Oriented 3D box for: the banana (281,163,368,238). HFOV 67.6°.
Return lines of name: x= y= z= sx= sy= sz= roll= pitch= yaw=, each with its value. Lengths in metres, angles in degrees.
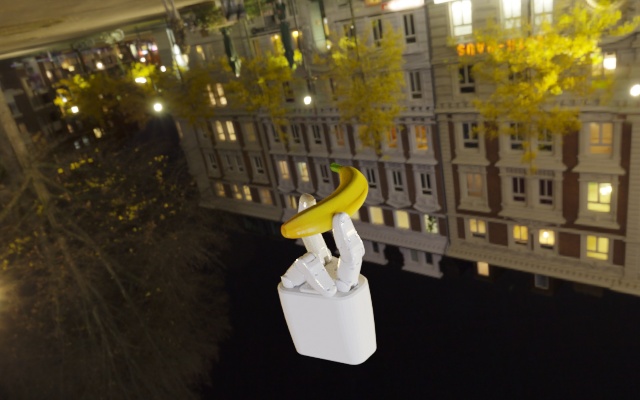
banana: x=0.019 y=0.000 z=0.602 sx=0.069 sy=0.037 sz=0.197 roll=-2 pitch=23 yaw=22
